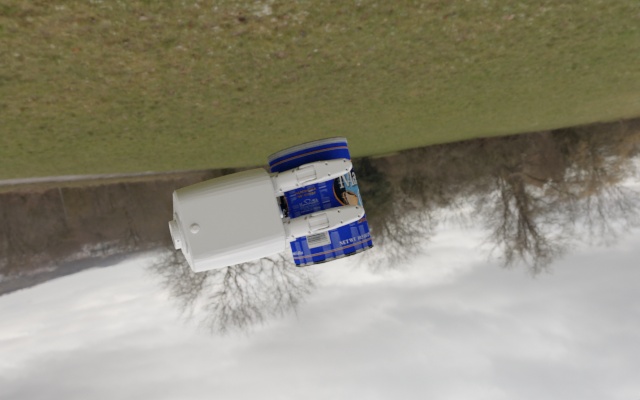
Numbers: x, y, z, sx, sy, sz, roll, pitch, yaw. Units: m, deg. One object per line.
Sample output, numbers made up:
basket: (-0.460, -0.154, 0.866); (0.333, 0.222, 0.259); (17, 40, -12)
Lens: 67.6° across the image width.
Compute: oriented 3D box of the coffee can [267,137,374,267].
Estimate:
coffee can: (0.000, 0.002, 0.598); (0.103, 0.140, 0.103); (-15, -1, 0)
